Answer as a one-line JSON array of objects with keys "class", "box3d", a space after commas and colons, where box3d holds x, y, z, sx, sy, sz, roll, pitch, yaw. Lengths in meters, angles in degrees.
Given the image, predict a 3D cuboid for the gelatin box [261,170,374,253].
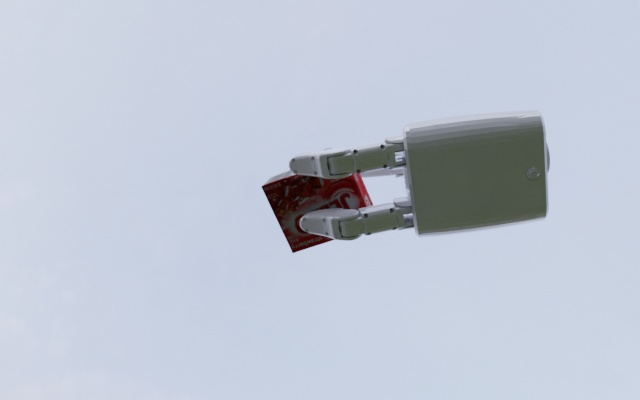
[{"class": "gelatin box", "box3d": [0.000, 0.001, 0.447, 0.089, 0.073, 0.030, -19, 15, 20]}]
